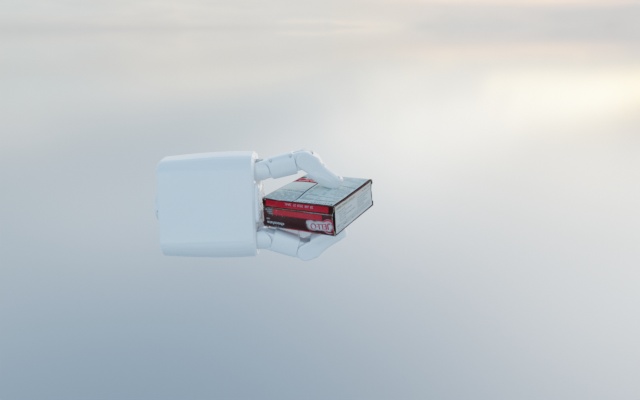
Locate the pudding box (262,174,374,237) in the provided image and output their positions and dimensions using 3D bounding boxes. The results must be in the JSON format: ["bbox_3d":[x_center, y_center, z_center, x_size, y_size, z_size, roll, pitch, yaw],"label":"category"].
[{"bbox_3d":[0.000,0.002,0.550,0.090,0.039,0.113,8,22,26],"label":"pudding box"}]
